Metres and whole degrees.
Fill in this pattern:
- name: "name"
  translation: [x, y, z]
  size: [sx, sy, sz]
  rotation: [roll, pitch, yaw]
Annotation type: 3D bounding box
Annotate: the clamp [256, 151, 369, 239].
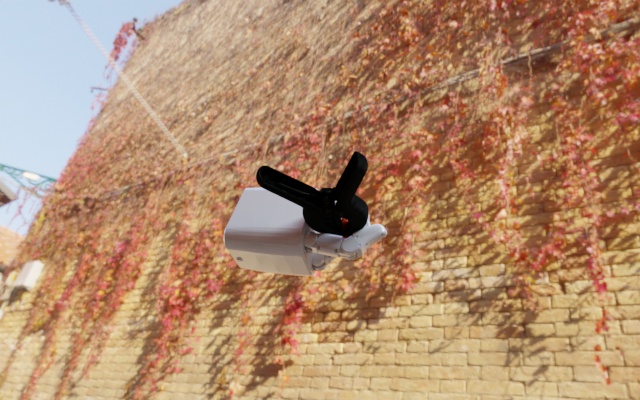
- name: "clamp"
  translation: [0.000, 0.001, 0.553]
  size: [0.120, 0.039, 0.172]
  rotation: [3, -32, 12]
